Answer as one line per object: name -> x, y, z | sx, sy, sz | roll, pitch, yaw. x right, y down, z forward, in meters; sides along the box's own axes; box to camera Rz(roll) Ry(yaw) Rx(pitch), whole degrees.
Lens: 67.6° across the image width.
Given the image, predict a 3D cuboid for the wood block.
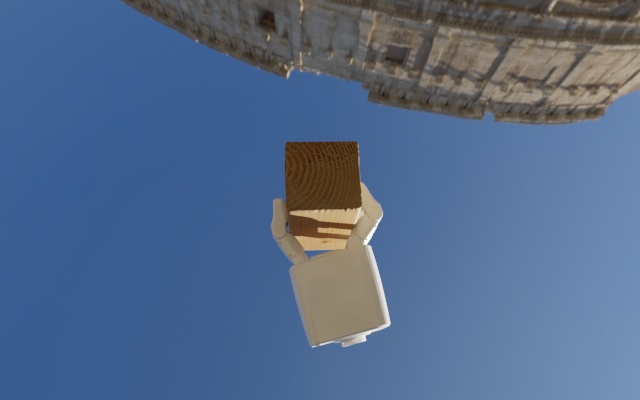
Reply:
wood block -> 0.000, 0.003, 0.660 | 0.091, 0.090, 0.206 | -2, -19, -2
